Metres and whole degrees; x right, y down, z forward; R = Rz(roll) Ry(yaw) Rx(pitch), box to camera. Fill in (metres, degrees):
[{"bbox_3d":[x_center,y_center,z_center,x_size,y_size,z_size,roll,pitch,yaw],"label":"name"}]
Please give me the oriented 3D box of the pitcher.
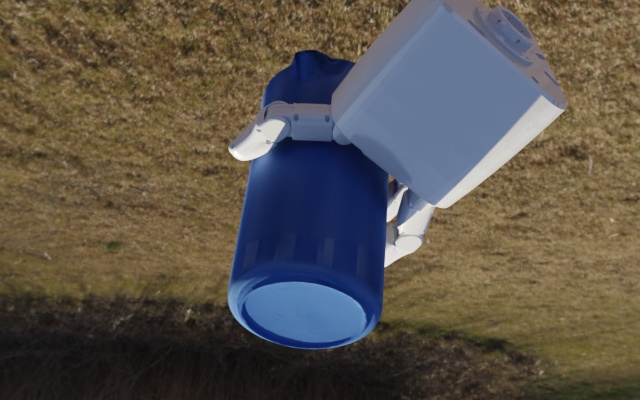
[{"bbox_3d":[0.000,0.001,0.415,0.149,0.242,0.145,28,-48,-21],"label":"pitcher"}]
